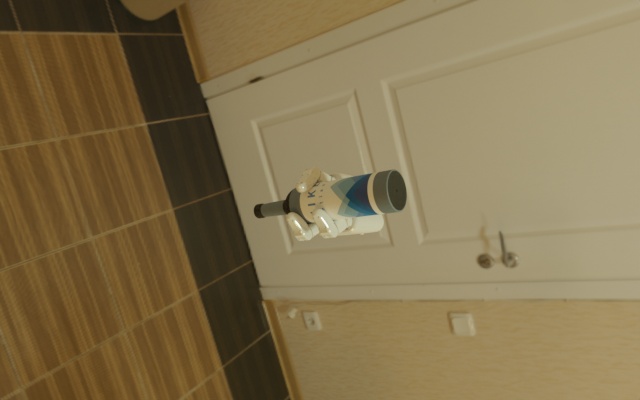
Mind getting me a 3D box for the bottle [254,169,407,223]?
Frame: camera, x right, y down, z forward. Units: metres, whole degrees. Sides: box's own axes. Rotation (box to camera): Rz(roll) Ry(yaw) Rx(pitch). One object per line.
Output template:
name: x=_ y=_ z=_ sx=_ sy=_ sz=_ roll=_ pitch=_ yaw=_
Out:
bottle: x=0.000 y=0.003 z=0.818 sx=0.296 sy=0.069 sz=0.069 roll=-9 pitch=-5 yaw=36
